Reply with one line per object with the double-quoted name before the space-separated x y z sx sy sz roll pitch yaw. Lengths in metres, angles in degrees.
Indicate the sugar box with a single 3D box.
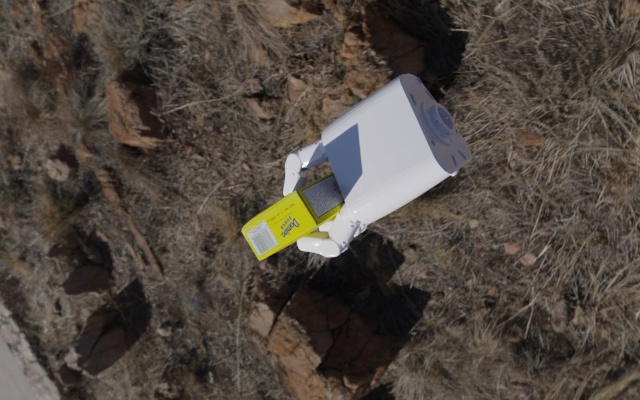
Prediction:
"sugar box" 0.000 0.002 0.541 0.093 0.048 0.176 -32 -4 36
